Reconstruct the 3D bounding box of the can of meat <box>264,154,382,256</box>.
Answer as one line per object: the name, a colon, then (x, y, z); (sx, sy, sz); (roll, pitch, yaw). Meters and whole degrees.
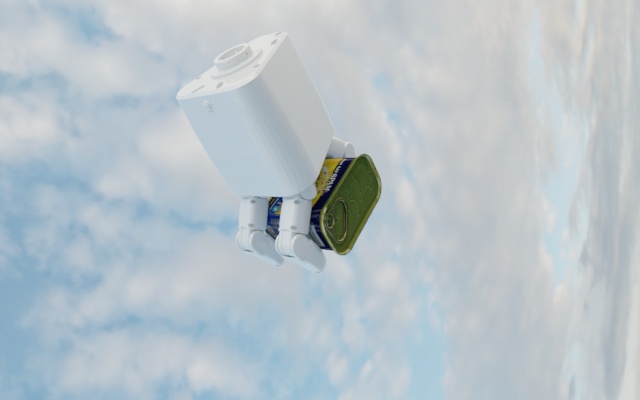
can of meat: (0.000, 0.002, 0.475); (0.084, 0.057, 0.102); (2, 46, 38)
